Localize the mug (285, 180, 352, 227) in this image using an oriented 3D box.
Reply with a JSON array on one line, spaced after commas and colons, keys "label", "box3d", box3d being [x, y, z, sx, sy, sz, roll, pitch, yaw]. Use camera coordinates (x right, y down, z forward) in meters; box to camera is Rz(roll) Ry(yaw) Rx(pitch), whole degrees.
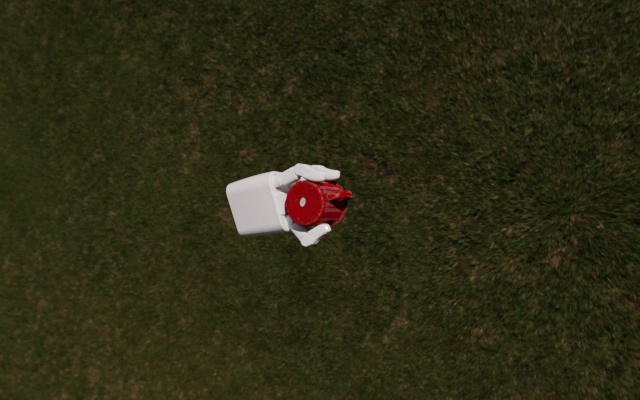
[{"label": "mug", "box3d": [0.001, 0.003, 0.860, 0.117, 0.093, 0.081, -12, -7, 28]}]
